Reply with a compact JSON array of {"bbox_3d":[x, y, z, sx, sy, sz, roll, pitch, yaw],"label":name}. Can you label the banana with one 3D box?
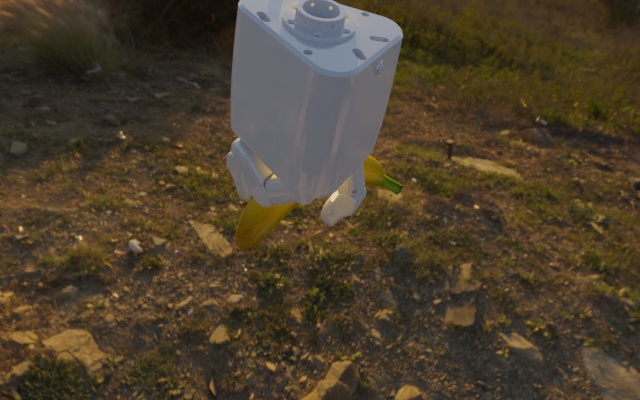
[{"bbox_3d":[-0.007,-0.012,0.485,0.198,0.069,0.037,-20,-35,-27],"label":"banana"}]
